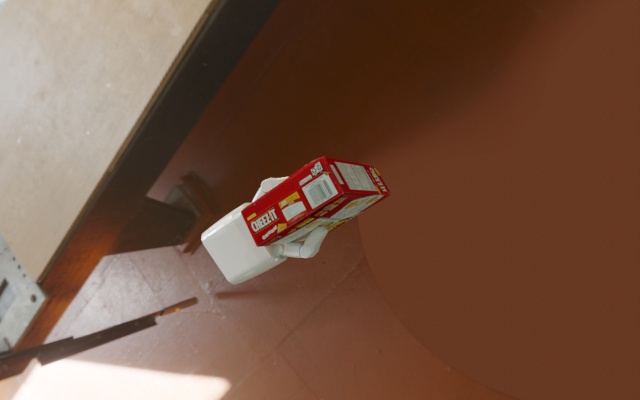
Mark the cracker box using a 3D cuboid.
[{"bbox_3d":[0.000,0.003,0.776,0.164,0.072,0.213,-33,-13,22],"label":"cracker box"}]
